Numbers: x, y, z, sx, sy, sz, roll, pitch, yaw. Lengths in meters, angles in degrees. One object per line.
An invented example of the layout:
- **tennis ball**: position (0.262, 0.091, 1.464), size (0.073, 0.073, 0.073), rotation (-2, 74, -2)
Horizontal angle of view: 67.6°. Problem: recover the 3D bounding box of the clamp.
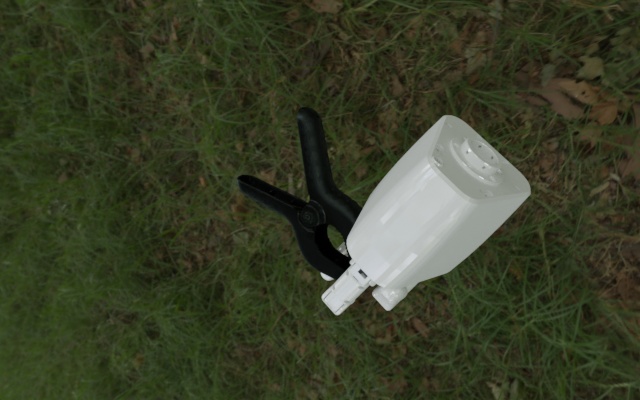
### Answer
- **clamp**: position (0.000, 0.002, 0.446), size (0.039, 0.171, 0.120), rotation (-28, -20, -50)
